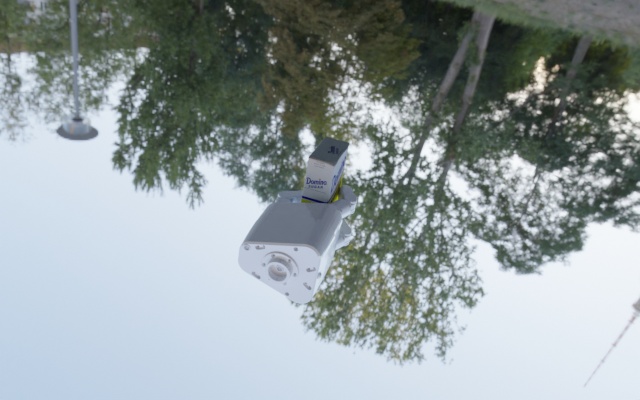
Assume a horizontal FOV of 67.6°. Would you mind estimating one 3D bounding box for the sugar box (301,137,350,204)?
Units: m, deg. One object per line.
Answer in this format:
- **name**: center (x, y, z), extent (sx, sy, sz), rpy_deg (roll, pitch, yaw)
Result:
- **sugar box**: center (0.001, 0.003, 0.722), extent (0.048, 0.176, 0.093), rpy_deg (18, 30, 8)
